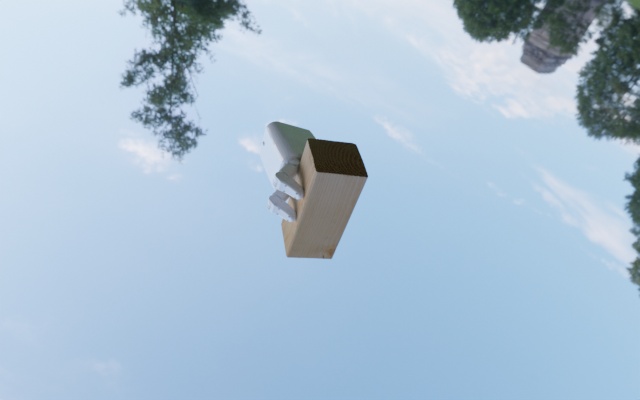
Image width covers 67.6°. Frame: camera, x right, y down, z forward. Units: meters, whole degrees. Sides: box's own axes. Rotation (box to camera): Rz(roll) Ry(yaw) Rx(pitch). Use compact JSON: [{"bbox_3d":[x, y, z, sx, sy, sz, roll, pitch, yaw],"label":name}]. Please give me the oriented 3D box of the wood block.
[{"bbox_3d":[0.000,0.003,0.840,0.091,0.206,0.090,4,43,-18],"label":"wood block"}]
